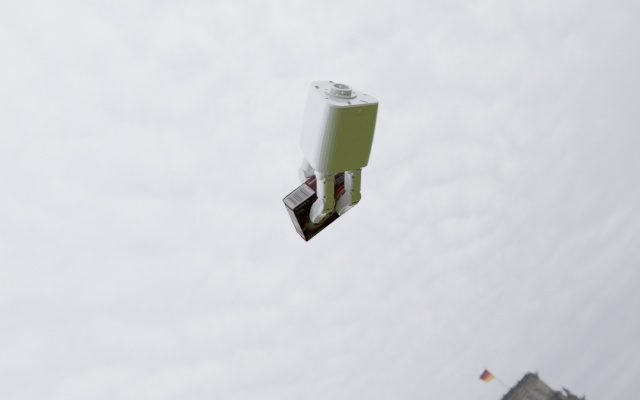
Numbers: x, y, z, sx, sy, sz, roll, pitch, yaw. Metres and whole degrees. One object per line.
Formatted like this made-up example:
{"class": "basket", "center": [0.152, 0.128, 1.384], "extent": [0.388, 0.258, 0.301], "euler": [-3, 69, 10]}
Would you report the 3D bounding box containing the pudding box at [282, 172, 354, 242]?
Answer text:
{"class": "pudding box", "center": [0.000, 0.002, 0.792], "extent": [0.113, 0.090, 0.039], "euler": [-35, 48, -13]}
